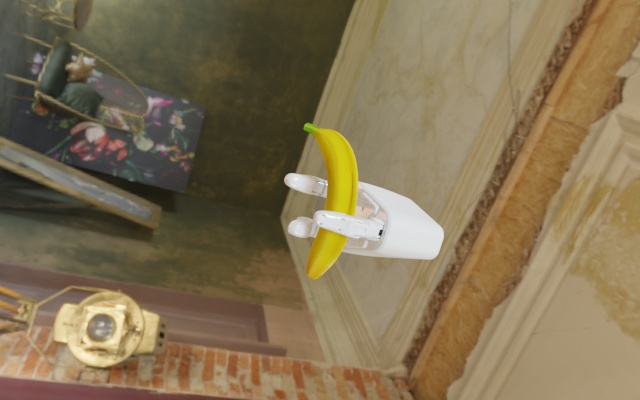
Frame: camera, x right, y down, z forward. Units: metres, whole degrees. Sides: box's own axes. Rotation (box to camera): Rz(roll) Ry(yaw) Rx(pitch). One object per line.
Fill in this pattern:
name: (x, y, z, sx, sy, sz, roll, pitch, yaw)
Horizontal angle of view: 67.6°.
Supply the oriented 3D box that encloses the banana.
banana: (0.014, -0.004, 0.585, 0.069, 0.197, 0.037, -9, -14, 39)
